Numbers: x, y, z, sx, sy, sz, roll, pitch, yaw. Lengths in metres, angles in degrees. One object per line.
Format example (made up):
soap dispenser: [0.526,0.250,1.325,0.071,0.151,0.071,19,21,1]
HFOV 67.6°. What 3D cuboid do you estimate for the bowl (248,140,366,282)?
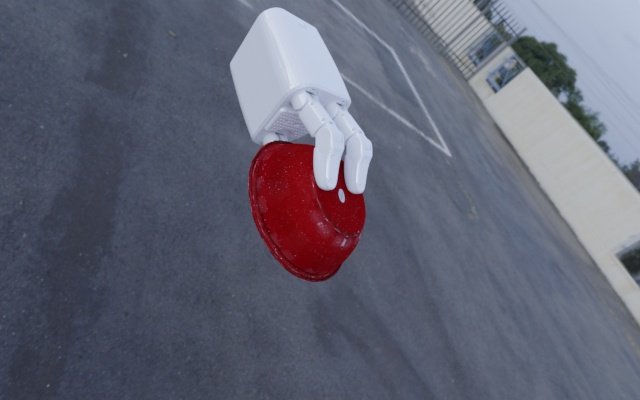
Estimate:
bowl: [0.001,0.003,0.506,0.055,0.162,0.162,-22,-12,33]
